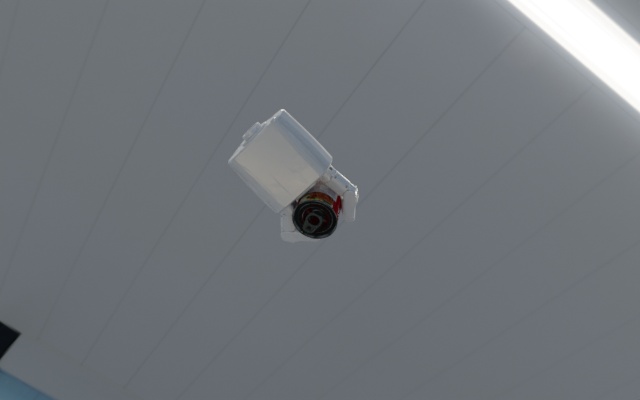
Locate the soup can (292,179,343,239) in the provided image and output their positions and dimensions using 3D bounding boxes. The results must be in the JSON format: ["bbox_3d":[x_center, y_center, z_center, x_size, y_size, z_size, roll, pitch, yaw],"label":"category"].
[{"bbox_3d":[0.001,0.003,0.737,0.068,0.068,0.102,0,32,12],"label":"soup can"}]
